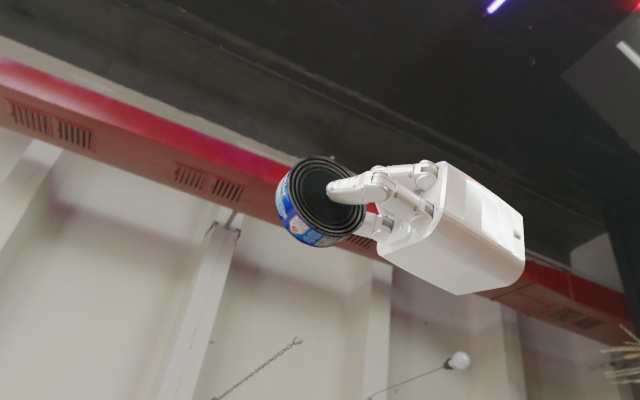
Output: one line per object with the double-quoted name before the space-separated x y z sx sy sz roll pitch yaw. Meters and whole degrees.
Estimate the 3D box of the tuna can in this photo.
"tuna can" 0.000 0.002 0.461 0.086 0.086 0.034 0 -27 -34
